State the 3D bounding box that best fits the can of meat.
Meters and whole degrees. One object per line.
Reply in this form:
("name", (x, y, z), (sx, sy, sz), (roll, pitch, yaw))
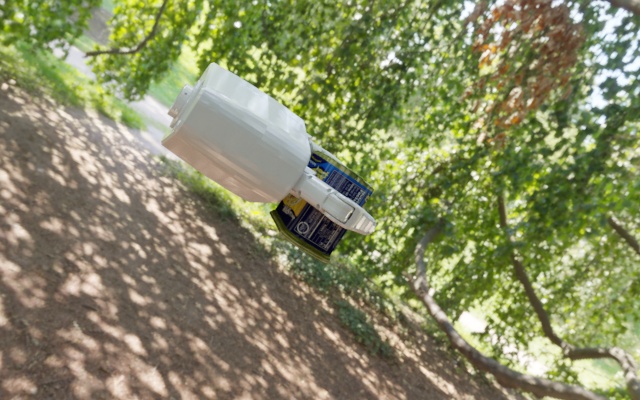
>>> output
("can of meat", (0.000, 0.001, 0.470), (0.057, 0.084, 0.102), (33, 4, -19))
